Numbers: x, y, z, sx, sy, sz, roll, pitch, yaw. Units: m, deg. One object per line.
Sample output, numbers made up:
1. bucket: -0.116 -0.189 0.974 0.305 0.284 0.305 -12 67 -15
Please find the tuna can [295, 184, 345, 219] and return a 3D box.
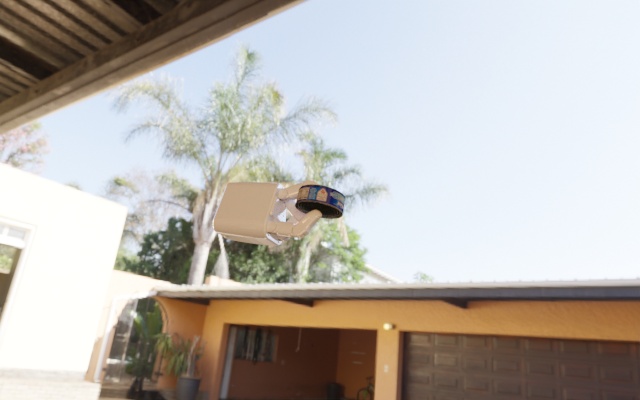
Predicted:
1. tuna can: 0.000 0.002 0.838 0.086 0.033 0.086 11 -18 4
